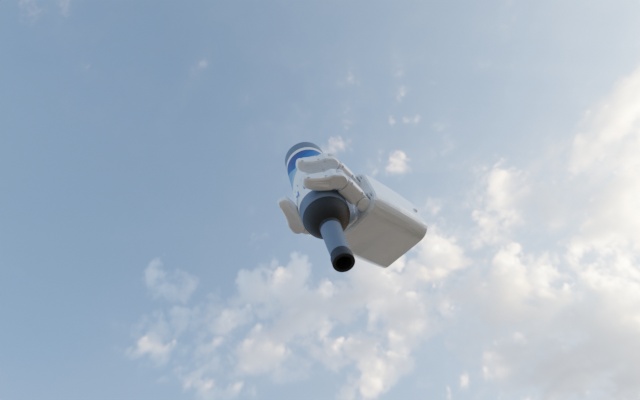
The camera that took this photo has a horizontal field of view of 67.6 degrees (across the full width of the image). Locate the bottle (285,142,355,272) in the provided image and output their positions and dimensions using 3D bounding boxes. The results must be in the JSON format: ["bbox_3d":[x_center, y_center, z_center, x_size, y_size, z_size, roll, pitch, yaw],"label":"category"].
[{"bbox_3d":[0.000,0.002,0.675,0.069,0.069,0.295,0,28,-12],"label":"bottle"}]
